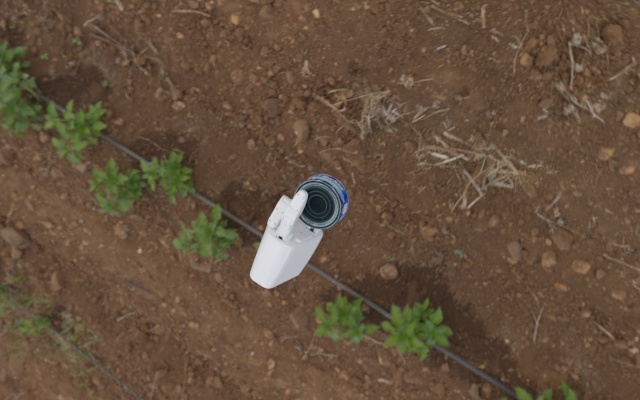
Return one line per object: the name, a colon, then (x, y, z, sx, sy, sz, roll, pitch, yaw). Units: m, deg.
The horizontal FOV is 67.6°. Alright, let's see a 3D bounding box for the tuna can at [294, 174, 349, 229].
tuna can: (0.000, 0.003, 0.768, 0.086, 0.086, 0.033, 0, 17, 24)
